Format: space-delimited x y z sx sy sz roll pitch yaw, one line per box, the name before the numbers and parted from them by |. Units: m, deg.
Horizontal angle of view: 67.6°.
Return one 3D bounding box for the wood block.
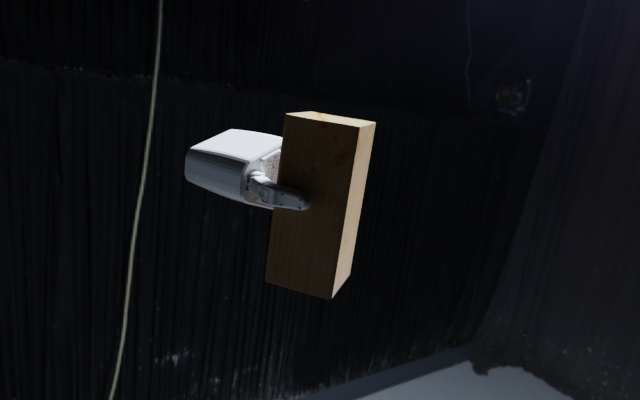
wood block | 0.000 0.002 0.588 0.090 0.206 0.091 13 16 17
